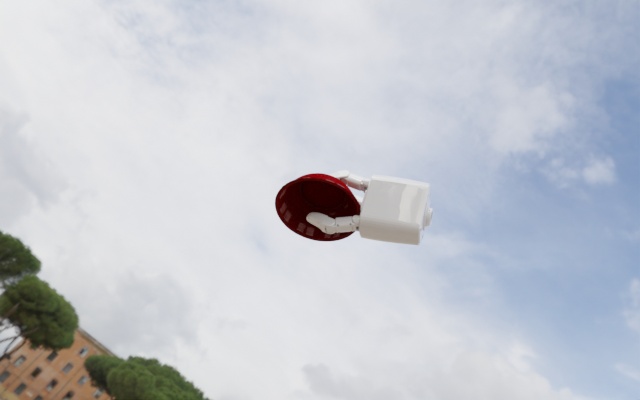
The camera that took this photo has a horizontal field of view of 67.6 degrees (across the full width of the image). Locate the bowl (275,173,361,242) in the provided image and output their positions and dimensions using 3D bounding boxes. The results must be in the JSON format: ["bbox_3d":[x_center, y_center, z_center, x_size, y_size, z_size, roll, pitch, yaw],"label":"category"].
[{"bbox_3d":[-0.001,0.002,0.881,0.162,0.162,0.055,0,43,14],"label":"bowl"}]
